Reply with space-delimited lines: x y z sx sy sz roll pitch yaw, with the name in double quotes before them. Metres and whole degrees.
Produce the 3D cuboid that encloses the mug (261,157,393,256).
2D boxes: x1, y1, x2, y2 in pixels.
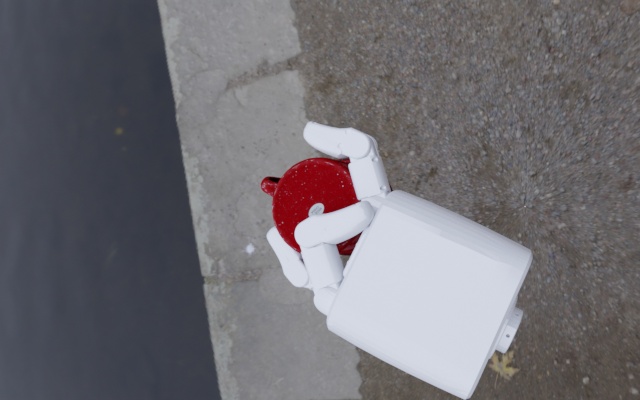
"mug" -0.001 0.001 0.422 0.117 0.093 0.081 23 8 21
